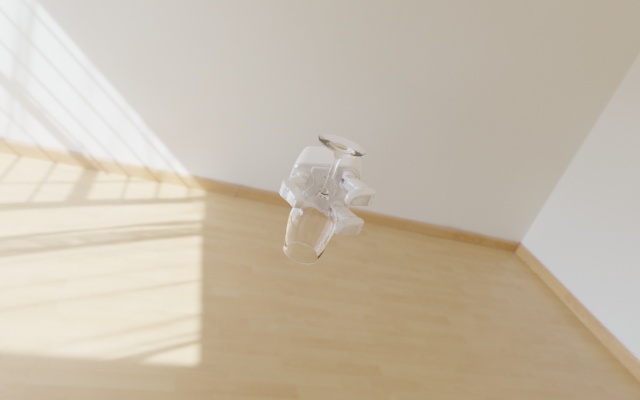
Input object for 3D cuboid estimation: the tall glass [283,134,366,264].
[{"bbox_3d":[0.000,0.002,0.744,0.079,0.201,0.079,17,25,-8],"label":"tall glass"}]
